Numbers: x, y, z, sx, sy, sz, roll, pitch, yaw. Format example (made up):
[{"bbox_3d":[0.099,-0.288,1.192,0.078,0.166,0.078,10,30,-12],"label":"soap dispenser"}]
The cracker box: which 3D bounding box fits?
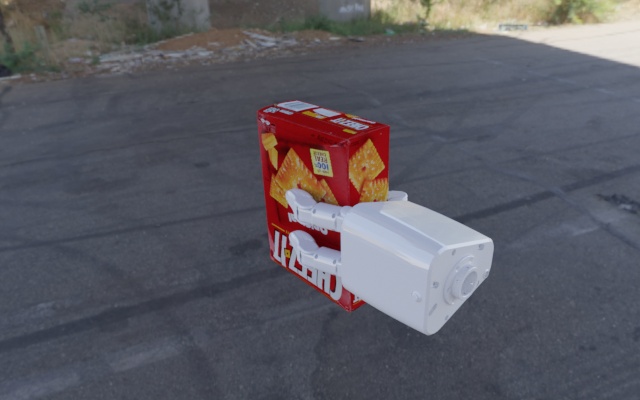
[{"bbox_3d":[0.000,0.002,0.572,0.072,0.214,0.164,-22,32,-35],"label":"cracker box"}]
